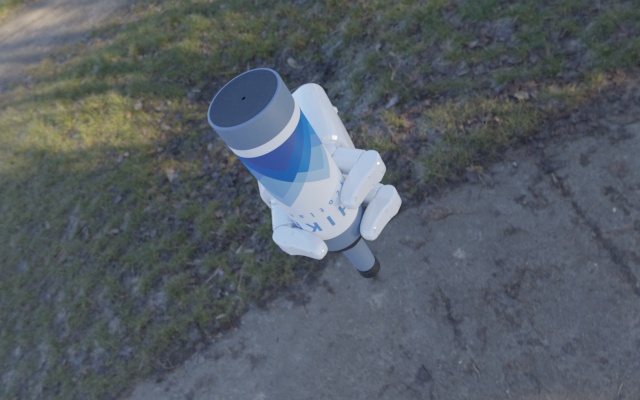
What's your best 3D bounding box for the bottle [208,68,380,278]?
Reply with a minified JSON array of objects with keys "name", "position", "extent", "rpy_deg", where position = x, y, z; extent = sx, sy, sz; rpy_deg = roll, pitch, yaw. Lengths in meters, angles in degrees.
[{"name":"bottle","position":[0.000,0.001,0.478],"extent":[0.069,0.069,0.296],"rpy_deg":[0,-34,30]}]
